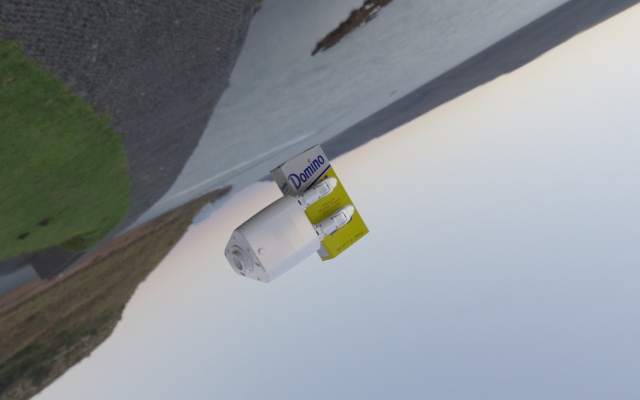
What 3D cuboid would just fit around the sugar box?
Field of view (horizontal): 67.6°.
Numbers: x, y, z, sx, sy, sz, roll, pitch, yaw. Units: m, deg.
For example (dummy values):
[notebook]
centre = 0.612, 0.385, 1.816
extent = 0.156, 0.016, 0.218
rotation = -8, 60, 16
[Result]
[sugar box]
centre = 0.000, 0.003, 0.806
extent = 0.093, 0.176, 0.048
rotation = -34, 7, -32
